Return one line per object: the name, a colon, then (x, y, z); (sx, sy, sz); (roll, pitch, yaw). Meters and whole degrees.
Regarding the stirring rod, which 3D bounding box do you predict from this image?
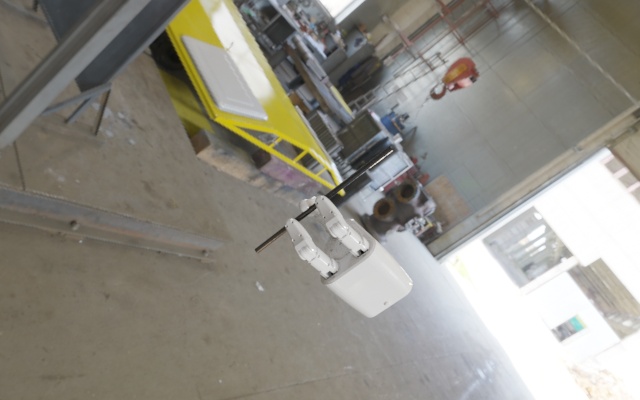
stirring rod: (0.000, 0.002, 0.658); (0.239, 0.011, 0.011); (-37, -11, 15)
